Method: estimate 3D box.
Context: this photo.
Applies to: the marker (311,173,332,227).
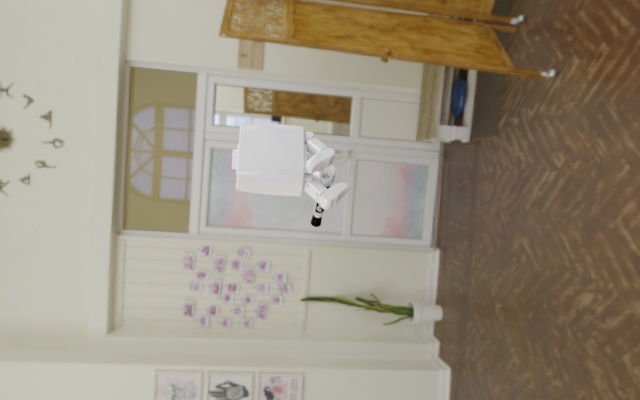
[{"bbox_3d":[0.000,0.003,0.801,0.020,0.020,0.121,0,-42,-12],"label":"marker"}]
